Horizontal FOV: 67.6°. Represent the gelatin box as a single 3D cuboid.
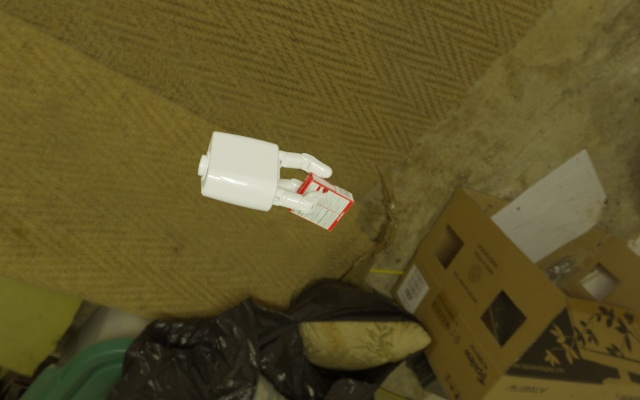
[{"bbox_3d":[0.000,0.003,0.815,0.089,0.073,0.030,27,26,-21],"label":"gelatin box"}]
